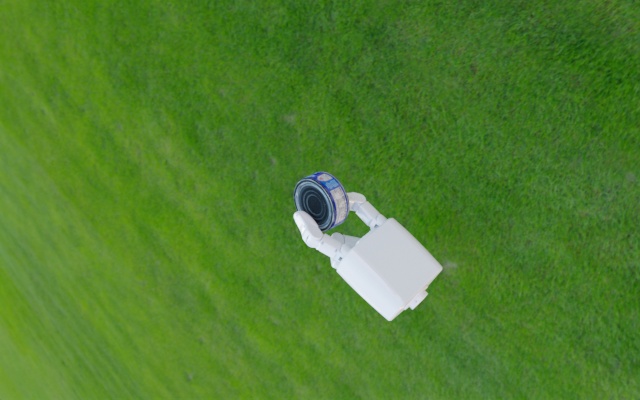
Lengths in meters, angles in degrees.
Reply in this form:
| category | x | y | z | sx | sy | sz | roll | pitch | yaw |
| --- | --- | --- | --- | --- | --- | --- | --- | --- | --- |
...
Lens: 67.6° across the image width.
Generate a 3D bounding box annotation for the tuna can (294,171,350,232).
| category | x | y | z | sx | sy | sz | roll | pitch | yaw |
| --- | --- | --- | --- | --- | --- | --- | --- | --- | --- |
| tuna can | 0.000 | 0.002 | 0.707 | 0.033 | 0.086 | 0.086 | -26 | 17 | -40 |
